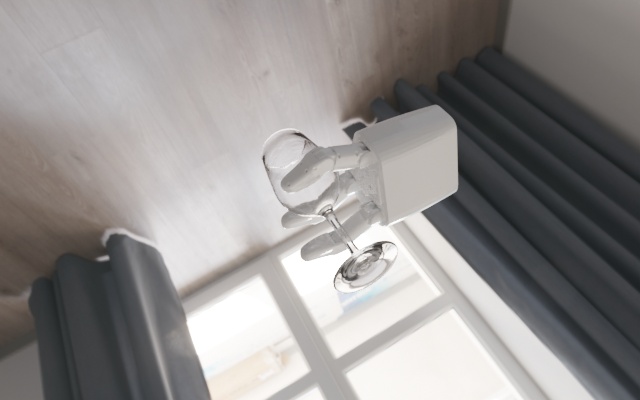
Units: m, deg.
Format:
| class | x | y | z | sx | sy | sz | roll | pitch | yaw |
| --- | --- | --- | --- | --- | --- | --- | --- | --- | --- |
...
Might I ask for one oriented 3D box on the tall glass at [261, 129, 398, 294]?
| class | x | y | z | sx | sy | sz | roll | pitch | yaw |
| --- | --- | --- | --- | --- | --- | --- | --- | --- | --- |
| tall glass | 0.000 | 0.002 | 0.528 | 0.079 | 0.079 | 0.201 | 0 | 41 | -38 |
